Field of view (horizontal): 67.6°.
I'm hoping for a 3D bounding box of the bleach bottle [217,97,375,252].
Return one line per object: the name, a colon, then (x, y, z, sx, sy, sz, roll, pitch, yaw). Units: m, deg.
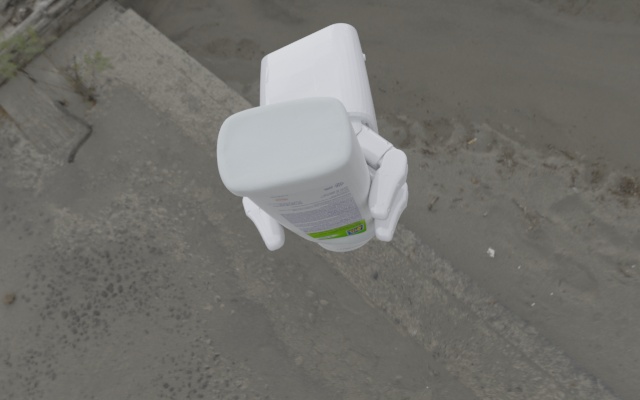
bleach bottle: (0.000, 0.001, 0.445, 0.102, 0.068, 0.251, -10, -23, 8)
